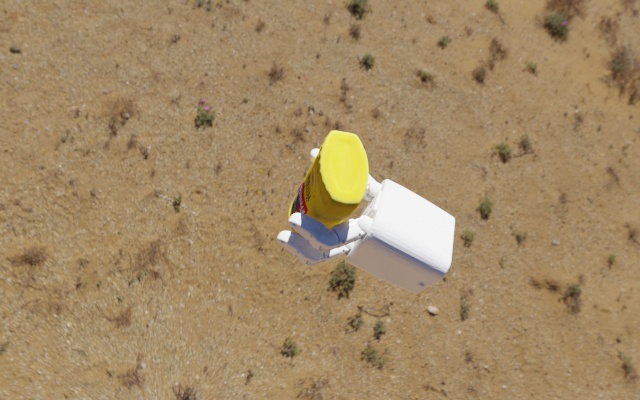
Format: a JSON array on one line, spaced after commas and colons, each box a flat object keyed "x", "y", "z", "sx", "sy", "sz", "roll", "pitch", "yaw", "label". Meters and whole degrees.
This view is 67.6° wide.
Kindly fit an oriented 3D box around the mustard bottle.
[{"x": 0.000, "y": 0.002, "z": 0.601, "sx": 0.058, "sy": 0.096, "sz": 0.192, "roll": 6, "pitch": -27, "yaw": -16, "label": "mustard bottle"}]
